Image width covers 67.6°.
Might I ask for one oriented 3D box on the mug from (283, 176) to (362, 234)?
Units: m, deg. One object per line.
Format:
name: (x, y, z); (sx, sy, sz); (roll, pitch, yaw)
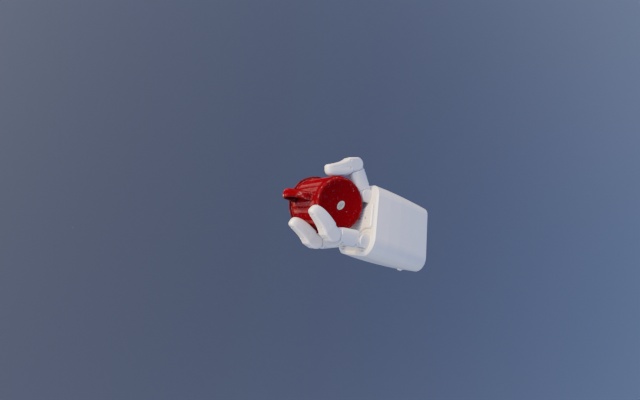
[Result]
mug: (-0.001, 0.002, 0.723); (0.117, 0.093, 0.081); (20, -12, -26)
